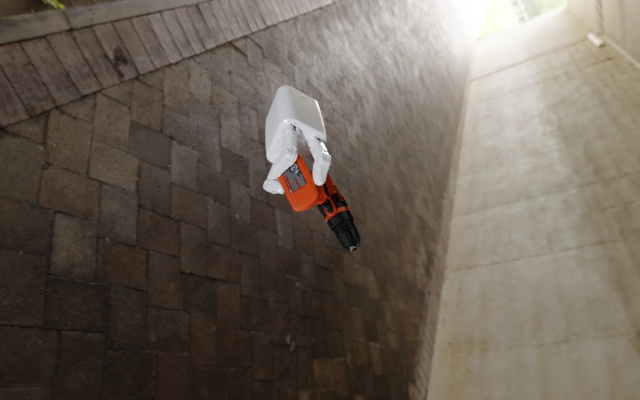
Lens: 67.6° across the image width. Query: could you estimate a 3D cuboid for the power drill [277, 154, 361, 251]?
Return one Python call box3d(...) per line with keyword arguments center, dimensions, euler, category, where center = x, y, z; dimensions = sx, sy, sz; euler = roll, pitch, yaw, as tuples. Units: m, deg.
box3d(center=(0.000, 0.003, 0.895), dimensions=(0.057, 0.184, 0.188), euler=(-34, -26, 11), category="power drill")
